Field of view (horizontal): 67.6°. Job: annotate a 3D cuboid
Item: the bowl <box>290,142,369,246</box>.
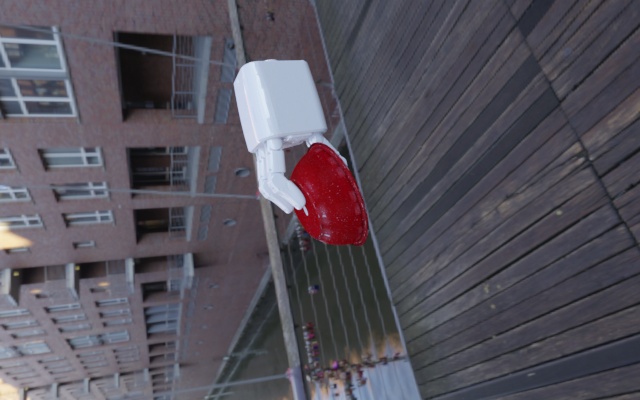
[{"bbox_3d":[0.000,0.004,0.674,0.055,0.162,0.162,-26,9,-20],"label":"bowl"}]
